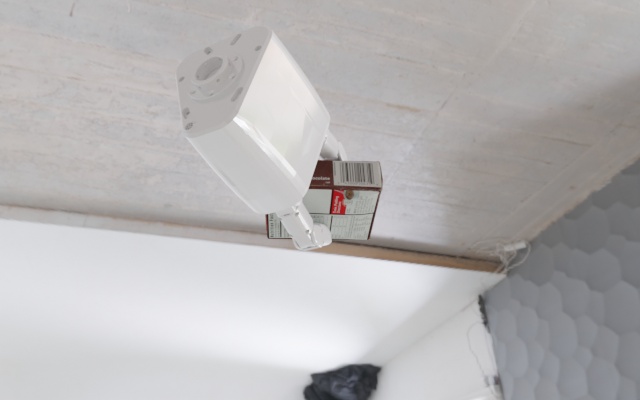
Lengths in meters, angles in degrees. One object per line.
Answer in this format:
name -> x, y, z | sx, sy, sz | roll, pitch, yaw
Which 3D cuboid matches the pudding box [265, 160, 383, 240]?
pudding box -> 0.000, 0.002, 0.480 | 0.113, 0.039, 0.090 | 2, -37, -2
